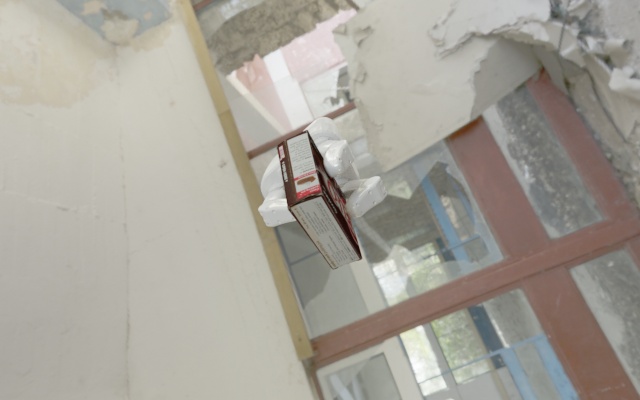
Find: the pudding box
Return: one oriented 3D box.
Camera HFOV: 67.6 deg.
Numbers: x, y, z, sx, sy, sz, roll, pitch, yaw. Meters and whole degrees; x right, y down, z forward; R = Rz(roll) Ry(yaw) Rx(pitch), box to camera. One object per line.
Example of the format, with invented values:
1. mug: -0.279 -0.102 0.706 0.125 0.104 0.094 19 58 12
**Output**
1. pudding box: 0.000 0.002 0.472 0.039 0.090 0.114 -24 -44 10
